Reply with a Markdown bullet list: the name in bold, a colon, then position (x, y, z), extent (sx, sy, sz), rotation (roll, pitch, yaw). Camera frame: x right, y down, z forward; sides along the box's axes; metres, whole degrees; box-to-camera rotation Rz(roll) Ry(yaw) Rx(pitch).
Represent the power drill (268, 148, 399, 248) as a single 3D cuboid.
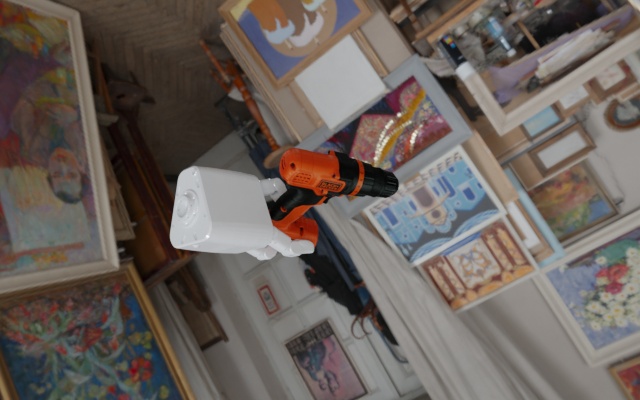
- **power drill**: position (0.000, 0.003, 0.710), extent (0.184, 0.057, 0.188), rotation (12, -42, -27)
